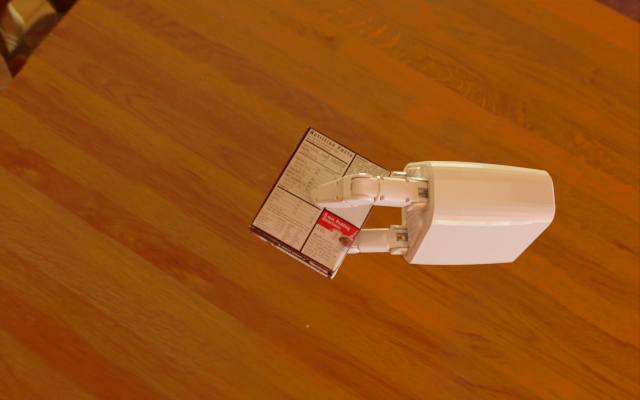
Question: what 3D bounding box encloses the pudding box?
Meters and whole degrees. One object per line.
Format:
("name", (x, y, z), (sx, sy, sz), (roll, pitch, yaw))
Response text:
("pudding box", (0.000, 0.001, 0.440), (0.090, 0.113, 0.039), (30, -15, 3))
